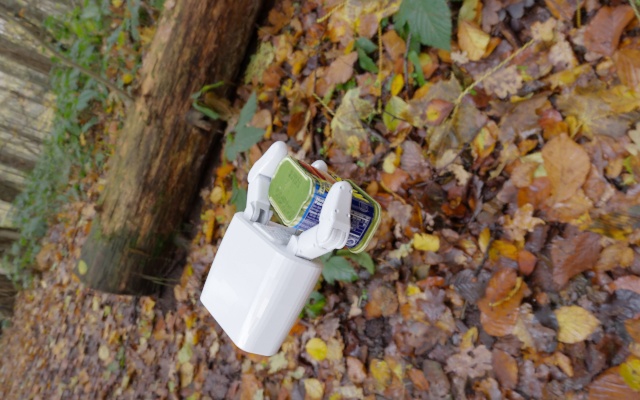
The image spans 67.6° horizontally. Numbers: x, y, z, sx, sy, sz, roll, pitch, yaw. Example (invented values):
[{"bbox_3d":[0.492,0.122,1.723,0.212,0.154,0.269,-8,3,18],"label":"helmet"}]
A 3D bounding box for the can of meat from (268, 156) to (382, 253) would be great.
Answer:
[{"bbox_3d":[0.000,0.001,0.491,0.084,0.057,0.102,22,13,-29],"label":"can of meat"}]
